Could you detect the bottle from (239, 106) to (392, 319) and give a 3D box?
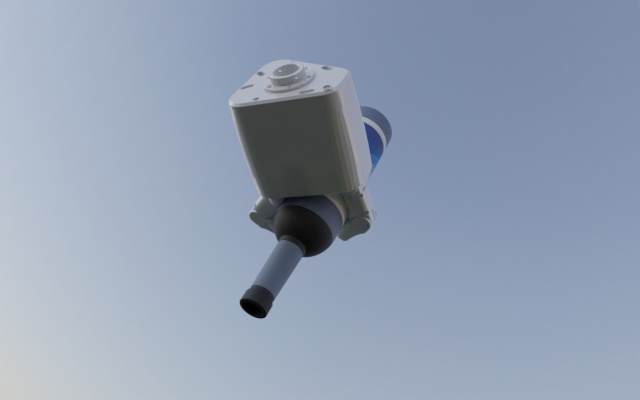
[{"bbox_3d":[0.000,0.002,0.514,0.069,0.069,0.295,0,40,32],"label":"bottle"}]
